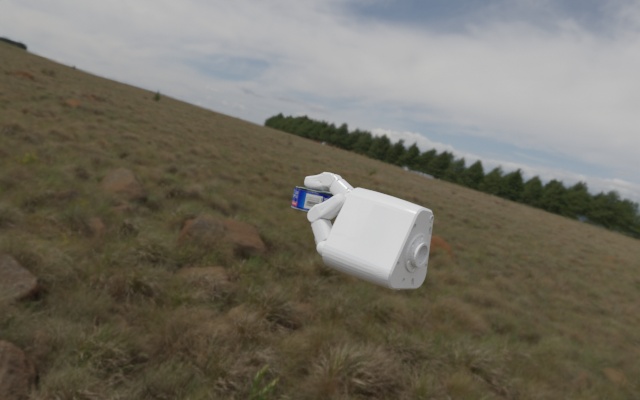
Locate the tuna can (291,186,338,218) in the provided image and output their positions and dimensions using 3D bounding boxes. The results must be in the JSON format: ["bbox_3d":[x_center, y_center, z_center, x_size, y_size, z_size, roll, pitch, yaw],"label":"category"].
[{"bbox_3d":[0.000,0.002,0.724,0.086,0.034,0.086,11,3,-1],"label":"tuna can"}]
